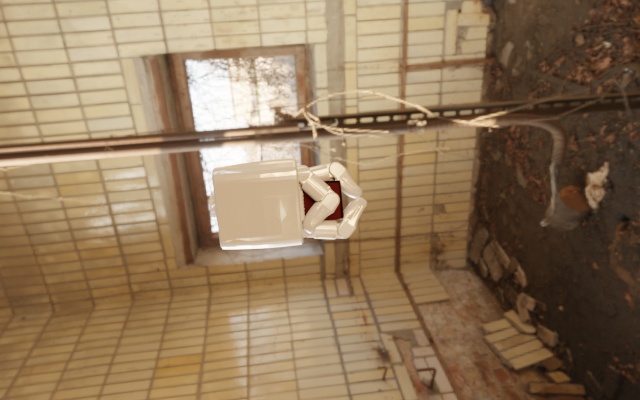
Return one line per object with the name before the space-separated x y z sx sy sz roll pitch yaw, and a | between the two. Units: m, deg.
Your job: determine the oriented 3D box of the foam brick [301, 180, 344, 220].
foam brick | 0.000 0.002 0.657 0.051 0.053 0.078 -5 -4 -5
